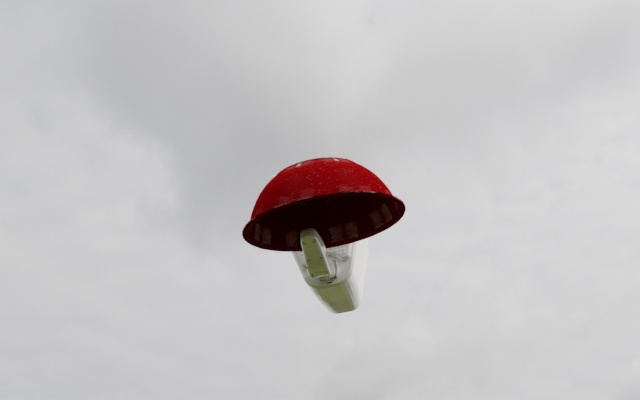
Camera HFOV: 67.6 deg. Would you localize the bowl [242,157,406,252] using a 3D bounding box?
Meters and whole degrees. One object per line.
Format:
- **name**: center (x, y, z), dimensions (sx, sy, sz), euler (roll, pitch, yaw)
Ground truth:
- **bowl**: center (0.000, 0.001, 0.478), dimensions (0.162, 0.055, 0.162), euler (-8, -21, -3)
